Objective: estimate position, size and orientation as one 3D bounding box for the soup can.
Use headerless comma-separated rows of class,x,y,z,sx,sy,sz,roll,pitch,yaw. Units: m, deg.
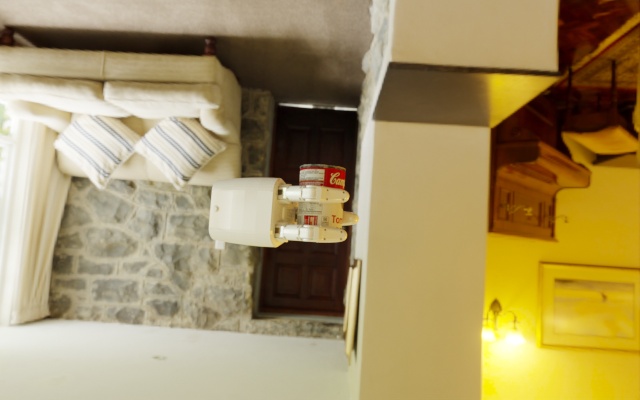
soup can,0.001,0.003,0.702,0.068,0.102,0.068,4,-5,0
